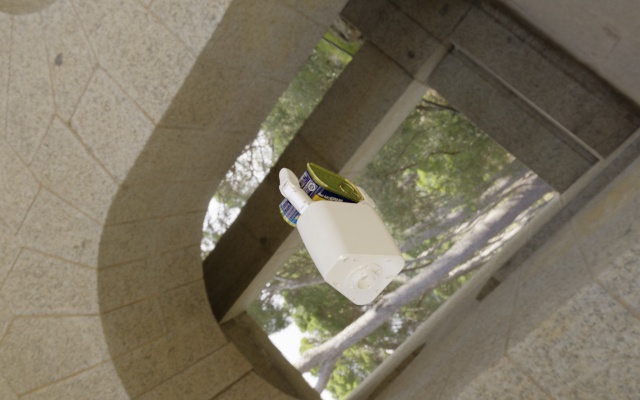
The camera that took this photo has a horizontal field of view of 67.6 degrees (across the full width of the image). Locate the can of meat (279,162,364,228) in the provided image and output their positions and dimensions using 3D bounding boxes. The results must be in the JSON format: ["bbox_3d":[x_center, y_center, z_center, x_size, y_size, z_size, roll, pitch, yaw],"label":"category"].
[{"bbox_3d":[0.000,0.003,0.720,0.102,0.084,0.057,21,25,-39],"label":"can of meat"}]
